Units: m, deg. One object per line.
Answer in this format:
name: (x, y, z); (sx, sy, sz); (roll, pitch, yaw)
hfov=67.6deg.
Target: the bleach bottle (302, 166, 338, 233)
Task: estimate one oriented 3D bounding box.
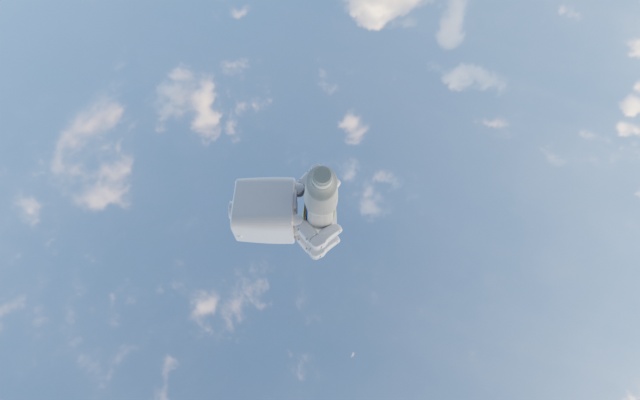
bleach bottle: (0.000, 0.003, 0.830); (0.068, 0.102, 0.251); (1, -23, -1)
